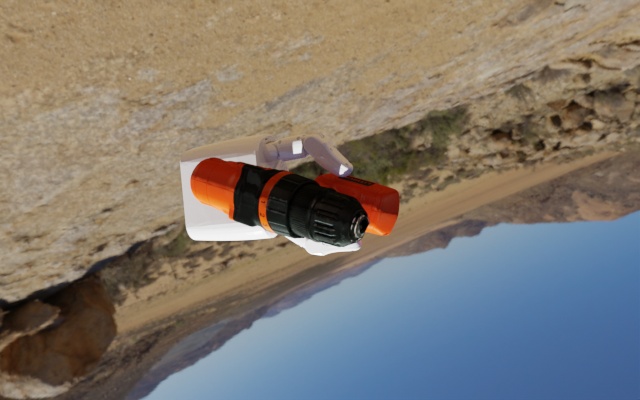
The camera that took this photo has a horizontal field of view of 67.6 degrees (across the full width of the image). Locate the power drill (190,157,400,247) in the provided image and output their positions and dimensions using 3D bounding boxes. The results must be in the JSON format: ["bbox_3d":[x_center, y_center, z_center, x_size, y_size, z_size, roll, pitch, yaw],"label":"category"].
[{"bbox_3d":[0.000,0.002,0.454,0.184,0.057,0.187,18,6,36],"label":"power drill"}]
